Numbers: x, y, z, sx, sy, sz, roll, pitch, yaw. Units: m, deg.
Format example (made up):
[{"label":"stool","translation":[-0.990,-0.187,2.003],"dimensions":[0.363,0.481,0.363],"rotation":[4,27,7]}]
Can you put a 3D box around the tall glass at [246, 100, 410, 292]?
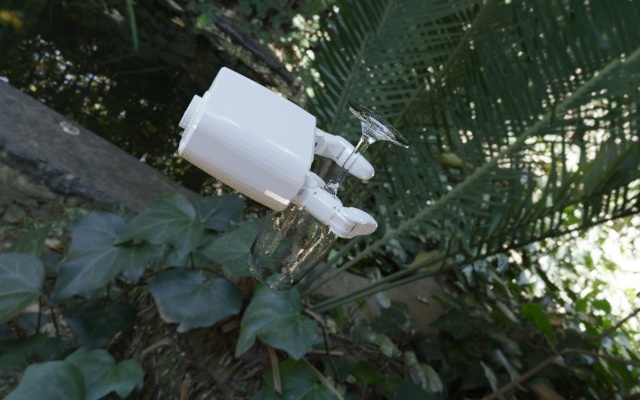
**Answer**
[{"label":"tall glass","translation":[0.001,0.001,0.490],"dimensions":[0.079,0.201,0.079],"rotation":[31,20,-13]}]
